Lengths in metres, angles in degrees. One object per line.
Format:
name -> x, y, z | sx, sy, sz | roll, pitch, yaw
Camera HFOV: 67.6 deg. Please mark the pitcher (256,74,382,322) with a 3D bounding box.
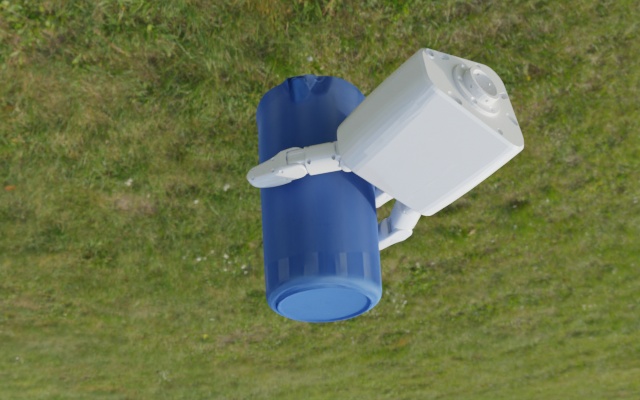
pitcher -> 0.000, 0.002, 0.512 | 0.149, 0.242, 0.145 | 18, -39, -30
